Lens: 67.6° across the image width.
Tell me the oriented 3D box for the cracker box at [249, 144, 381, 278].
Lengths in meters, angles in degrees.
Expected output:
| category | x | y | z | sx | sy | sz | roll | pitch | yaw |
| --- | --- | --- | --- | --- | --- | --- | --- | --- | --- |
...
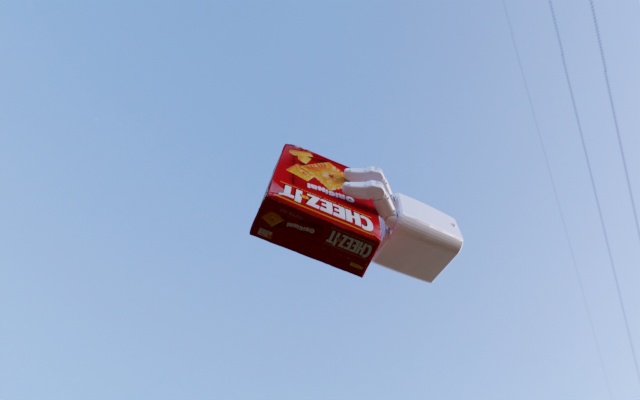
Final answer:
| category | x | y | z | sx | sy | sz | roll | pitch | yaw |
| --- | --- | --- | --- | --- | --- | --- | --- | --- | --- |
| cracker box | 0.000 | 0.002 | 0.707 | 0.164 | 0.072 | 0.213 | 21 | 24 | -7 |
